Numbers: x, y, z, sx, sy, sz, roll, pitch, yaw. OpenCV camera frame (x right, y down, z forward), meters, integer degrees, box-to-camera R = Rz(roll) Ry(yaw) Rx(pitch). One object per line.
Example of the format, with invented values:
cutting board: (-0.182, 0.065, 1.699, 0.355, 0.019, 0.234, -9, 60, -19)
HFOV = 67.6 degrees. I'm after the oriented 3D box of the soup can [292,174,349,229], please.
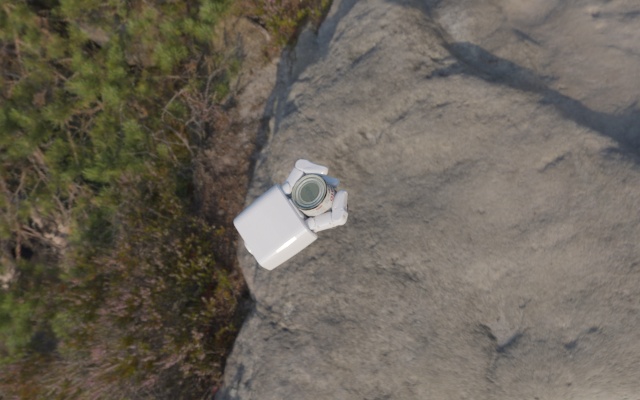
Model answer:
soup can: (0.000, 0.002, 0.845, 0.068, 0.068, 0.102, 0, -21, 26)
